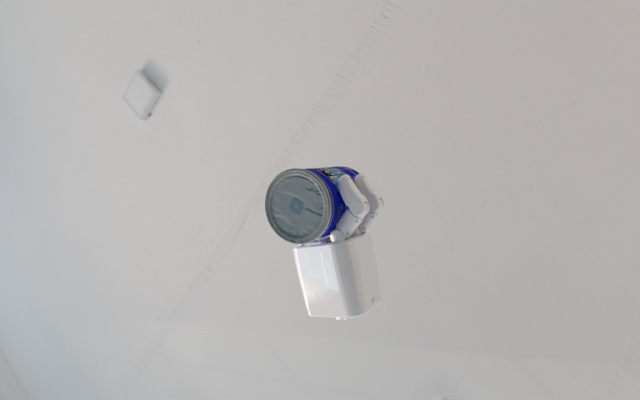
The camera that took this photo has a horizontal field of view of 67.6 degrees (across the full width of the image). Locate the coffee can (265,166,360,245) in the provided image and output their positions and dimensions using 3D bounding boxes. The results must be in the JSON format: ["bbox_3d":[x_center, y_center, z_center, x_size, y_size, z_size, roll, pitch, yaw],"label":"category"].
[{"bbox_3d":[0.000,0.002,0.699,0.103,0.103,0.140,0,5,29],"label":"coffee can"}]
